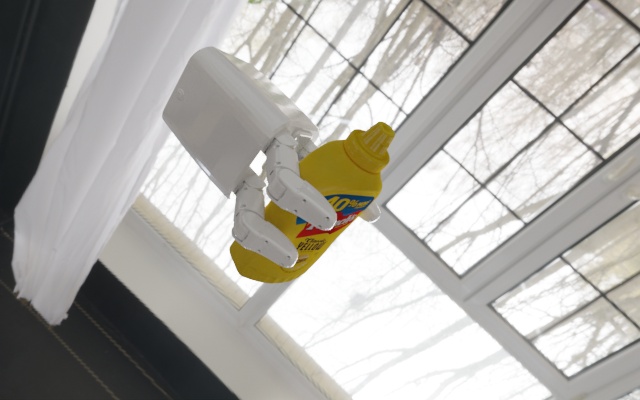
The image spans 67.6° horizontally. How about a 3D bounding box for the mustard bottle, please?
[{"bbox_3d":[0.000,0.002,0.437,0.096,0.058,0.192,5,-43,-43],"label":"mustard bottle"}]
